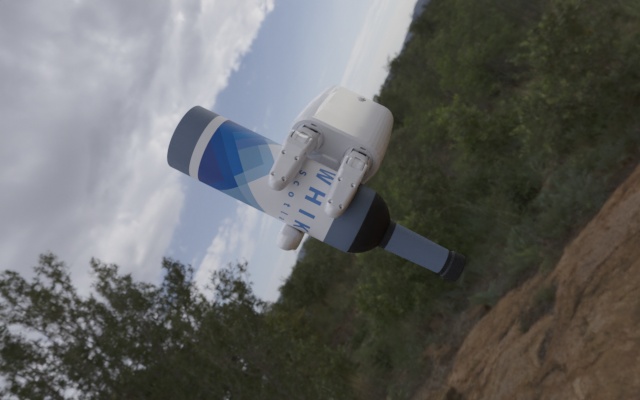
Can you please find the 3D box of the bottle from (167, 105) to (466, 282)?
[{"bbox_3d":[0.000,0.001,0.461,0.295,0.069,0.069,26,1,2],"label":"bottle"}]
